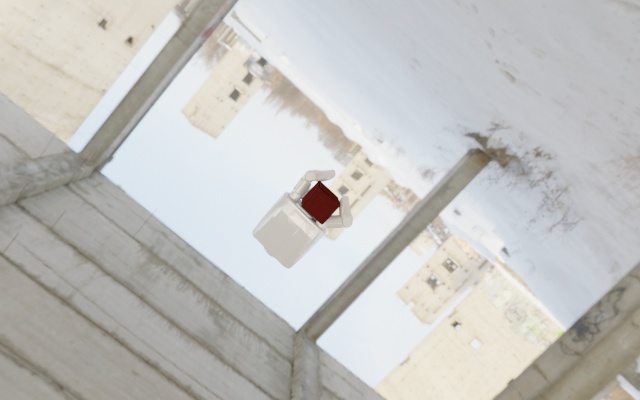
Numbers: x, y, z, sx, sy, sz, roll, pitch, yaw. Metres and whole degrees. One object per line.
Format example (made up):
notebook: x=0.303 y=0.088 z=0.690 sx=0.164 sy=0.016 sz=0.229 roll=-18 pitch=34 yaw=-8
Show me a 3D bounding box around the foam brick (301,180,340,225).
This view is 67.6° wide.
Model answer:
foam brick: x=0.000 y=0.003 z=0.892 sx=0.053 sy=0.051 sz=0.078 roll=42 pitch=7 yaw=-8
